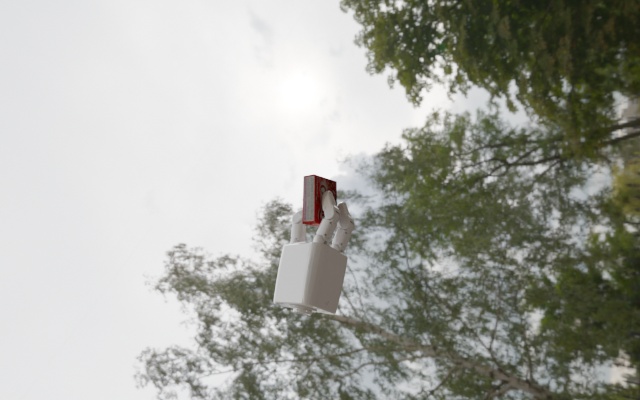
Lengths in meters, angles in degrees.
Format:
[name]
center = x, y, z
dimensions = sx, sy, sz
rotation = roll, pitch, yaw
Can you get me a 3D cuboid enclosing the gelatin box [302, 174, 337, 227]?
[gelatin box]
center = 0.000, 0.003, 0.866
dimensions = 0.030, 0.089, 0.073
rotation = -6, -12, 34
